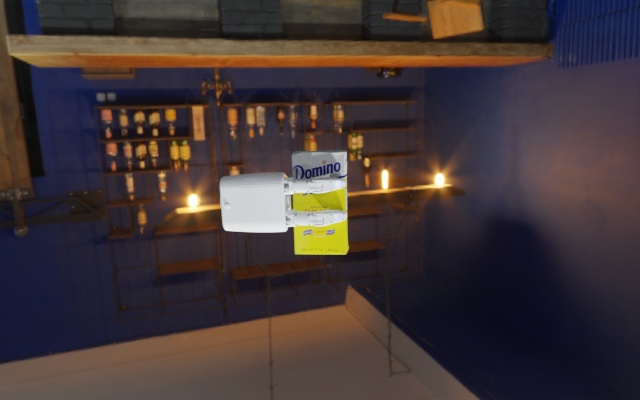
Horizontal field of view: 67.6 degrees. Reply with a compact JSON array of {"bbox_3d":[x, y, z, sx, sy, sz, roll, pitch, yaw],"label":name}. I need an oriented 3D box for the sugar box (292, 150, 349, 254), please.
[{"bbox_3d":[0.000,0.003,0.822,0.093,0.176,0.048,-1,10,7],"label":"sugar box"}]
